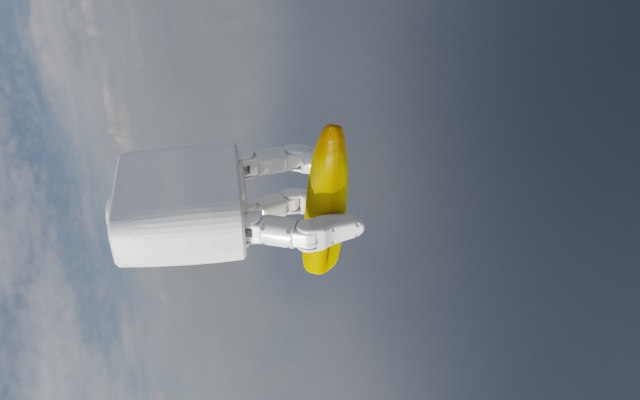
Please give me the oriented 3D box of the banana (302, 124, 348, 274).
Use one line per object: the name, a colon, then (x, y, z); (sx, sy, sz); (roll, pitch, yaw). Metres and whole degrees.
banana: (0.001, 0.018, 0.456); (0.037, 0.069, 0.198); (-1, -37, -6)
